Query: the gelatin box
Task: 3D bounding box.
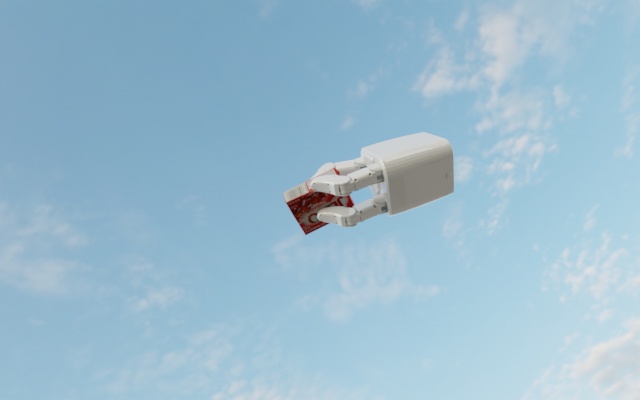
[{"bbox_3d":[0.000,0.002,0.710,0.089,0.073,0.030,-26,39,4],"label":"gelatin box"}]
